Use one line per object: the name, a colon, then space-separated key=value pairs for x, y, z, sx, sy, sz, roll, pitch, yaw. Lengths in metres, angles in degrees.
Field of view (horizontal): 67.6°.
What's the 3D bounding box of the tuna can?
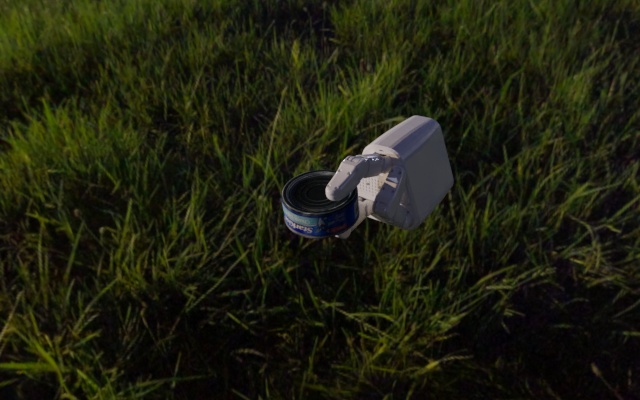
tuna can: x=0.000 y=0.001 z=0.530 sx=0.086 sy=0.034 sz=0.086 roll=-4 pitch=37 yaw=3
